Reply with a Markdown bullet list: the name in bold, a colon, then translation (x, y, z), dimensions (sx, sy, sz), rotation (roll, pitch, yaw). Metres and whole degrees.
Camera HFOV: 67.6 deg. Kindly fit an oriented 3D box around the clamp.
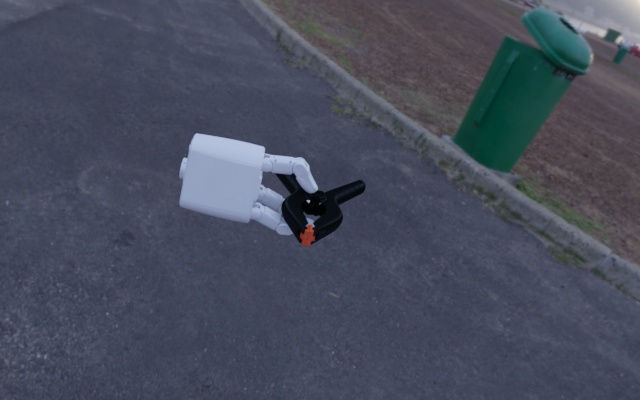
- **clamp**: translation (0.000, 0.002, 0.755), dimensions (0.164, 0.036, 0.209), rotation (10, 31, -8)
